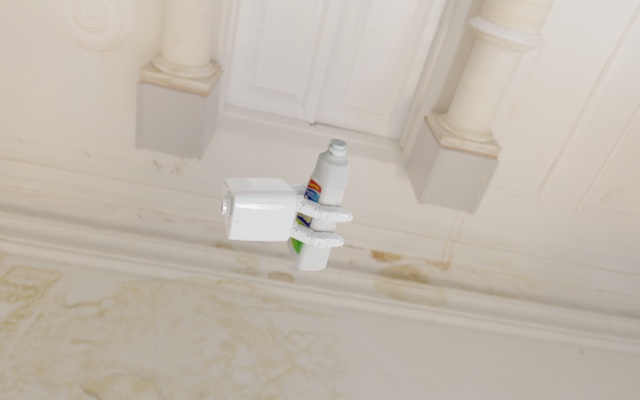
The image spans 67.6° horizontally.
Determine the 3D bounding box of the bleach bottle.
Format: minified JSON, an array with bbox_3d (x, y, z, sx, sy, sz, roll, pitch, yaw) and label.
[{"bbox_3d":[0.000,0.003,0.862,0.068,0.251,0.102,1,34,-21],"label":"bleach bottle"}]
